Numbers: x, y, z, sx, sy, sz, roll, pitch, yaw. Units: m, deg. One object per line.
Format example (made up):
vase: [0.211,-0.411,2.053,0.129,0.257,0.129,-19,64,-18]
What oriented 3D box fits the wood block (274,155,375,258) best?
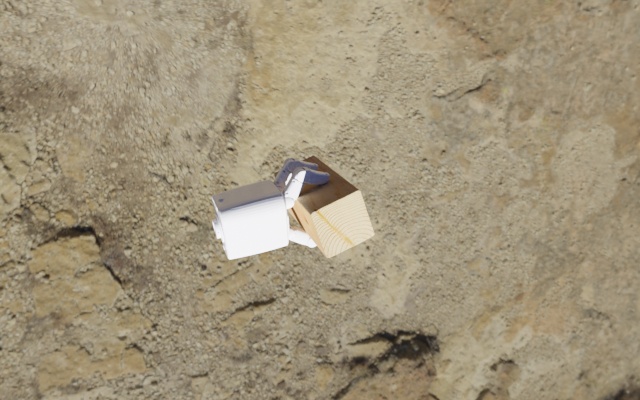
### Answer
wood block: [0.000,0.003,0.836,0.090,0.091,0.206,-26,28,-11]
